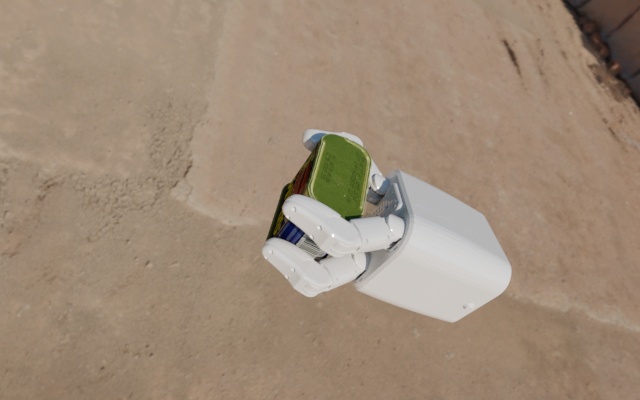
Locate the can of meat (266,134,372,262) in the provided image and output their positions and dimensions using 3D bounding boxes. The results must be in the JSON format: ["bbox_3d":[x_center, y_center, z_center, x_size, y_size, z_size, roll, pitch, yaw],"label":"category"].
[{"bbox_3d":[0.000,0.001,0.425,0.057,0.102,0.084,26,-45,-13],"label":"can of meat"}]
